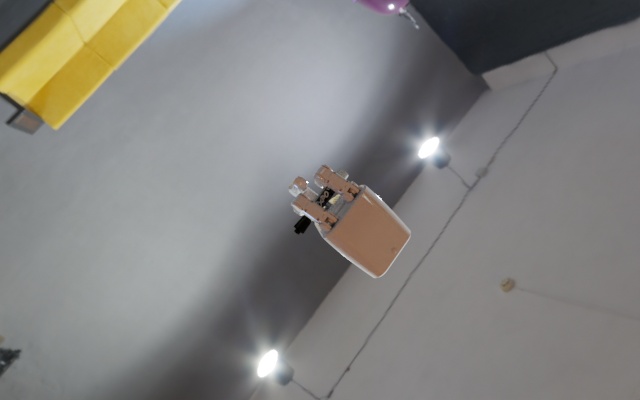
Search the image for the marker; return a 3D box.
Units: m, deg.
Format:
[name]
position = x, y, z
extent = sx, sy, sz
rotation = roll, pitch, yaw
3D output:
[marker]
position = 0.000, 0.002, 0.730
extent = 0.020, 0.121, 0.020
rotation = 36, -13, 9
